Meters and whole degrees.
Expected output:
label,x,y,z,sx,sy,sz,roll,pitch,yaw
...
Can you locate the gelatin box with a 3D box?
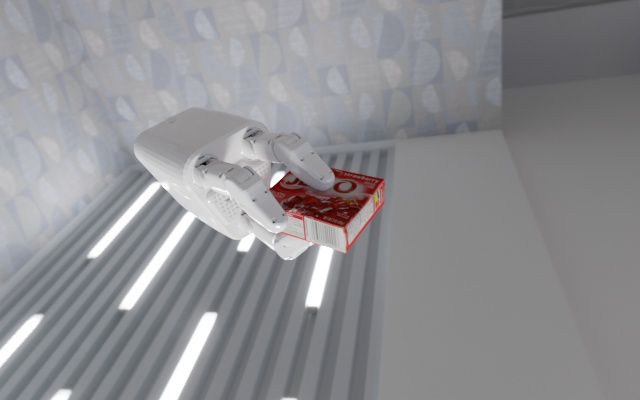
label,x,y,z,sx,sy,sz,roll,pitch,yaw
gelatin box,0.000,0.002,0.409,0.089,0.030,0.073,15,41,28
